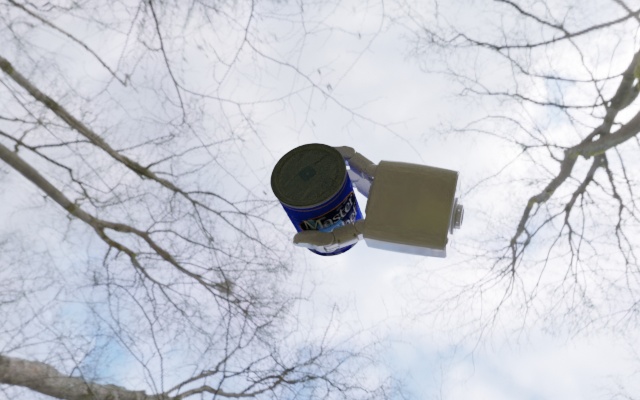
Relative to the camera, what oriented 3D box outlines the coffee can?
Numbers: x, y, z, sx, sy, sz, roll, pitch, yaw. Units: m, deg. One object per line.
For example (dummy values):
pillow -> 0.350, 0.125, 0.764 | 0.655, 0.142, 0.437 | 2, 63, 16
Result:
coffee can -> 0.000, 0.002, 0.675 | 0.103, 0.102, 0.140 | 0, -33, 17
